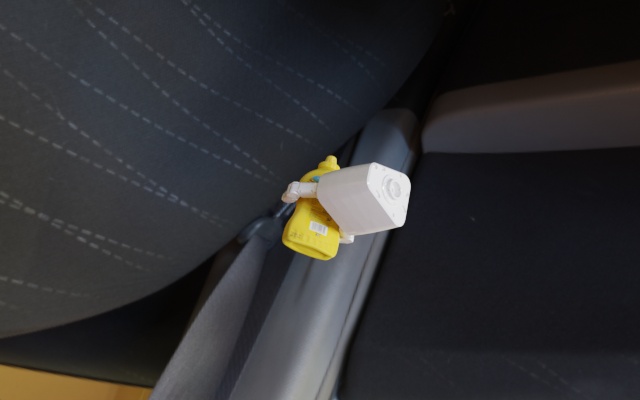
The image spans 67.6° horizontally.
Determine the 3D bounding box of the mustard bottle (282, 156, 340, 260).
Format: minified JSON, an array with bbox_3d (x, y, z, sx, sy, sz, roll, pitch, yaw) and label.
[{"bbox_3d":[0.000,0.003,0.856,0.096,0.191,0.058,22,-27,-16],"label":"mustard bottle"}]
